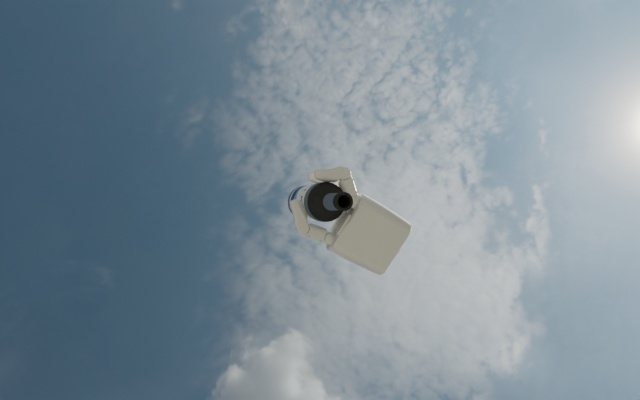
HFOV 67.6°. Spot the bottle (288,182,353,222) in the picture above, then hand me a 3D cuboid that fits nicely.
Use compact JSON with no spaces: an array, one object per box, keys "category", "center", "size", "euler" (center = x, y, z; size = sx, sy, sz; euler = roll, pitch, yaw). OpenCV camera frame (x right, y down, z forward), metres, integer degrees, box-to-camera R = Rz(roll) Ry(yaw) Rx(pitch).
[{"category":"bottle","center":[0.000,0.003,0.823],"size":[0.069,0.069,0.295],"euler":[0,0,-13]}]
